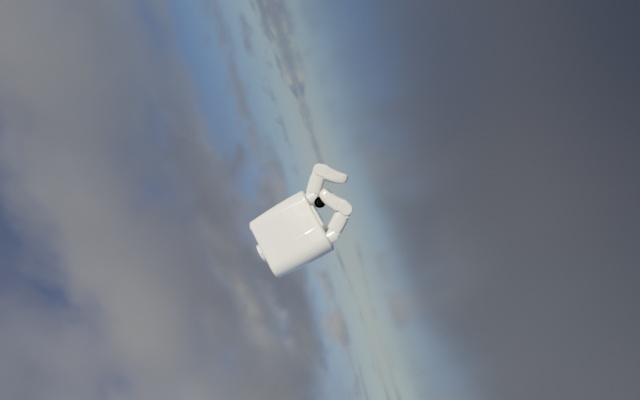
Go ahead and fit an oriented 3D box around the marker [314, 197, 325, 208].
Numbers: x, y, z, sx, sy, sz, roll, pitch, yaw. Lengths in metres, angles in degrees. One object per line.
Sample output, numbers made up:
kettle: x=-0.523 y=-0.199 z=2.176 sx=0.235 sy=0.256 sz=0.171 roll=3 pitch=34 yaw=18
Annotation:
marker: x=0.000 y=0.003 z=0.834 sx=0.020 sy=0.020 sz=0.121 roll=0 pitch=1 yaw=1
